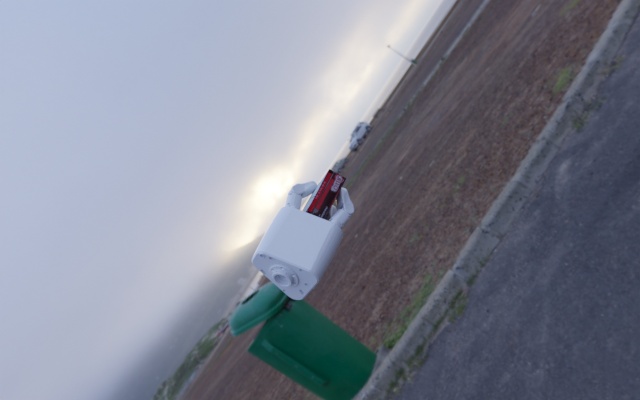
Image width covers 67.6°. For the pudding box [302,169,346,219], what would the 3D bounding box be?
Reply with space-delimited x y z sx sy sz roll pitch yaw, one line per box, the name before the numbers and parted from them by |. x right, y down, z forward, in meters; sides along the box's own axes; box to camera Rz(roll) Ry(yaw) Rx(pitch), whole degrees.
pudding box | 0.000 0.003 0.845 0.039 0.090 0.113 31 -16 -5
